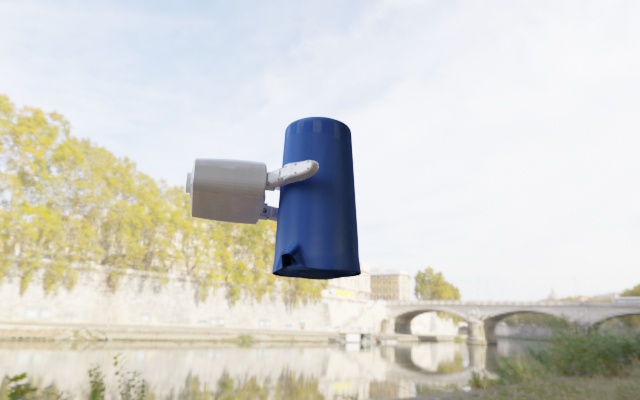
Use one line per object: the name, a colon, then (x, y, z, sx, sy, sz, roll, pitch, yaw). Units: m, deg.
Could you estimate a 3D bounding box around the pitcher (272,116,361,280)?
pitcher: (0.000, 0.002, 0.749, 0.145, 0.242, 0.149, 4, -15, -13)
